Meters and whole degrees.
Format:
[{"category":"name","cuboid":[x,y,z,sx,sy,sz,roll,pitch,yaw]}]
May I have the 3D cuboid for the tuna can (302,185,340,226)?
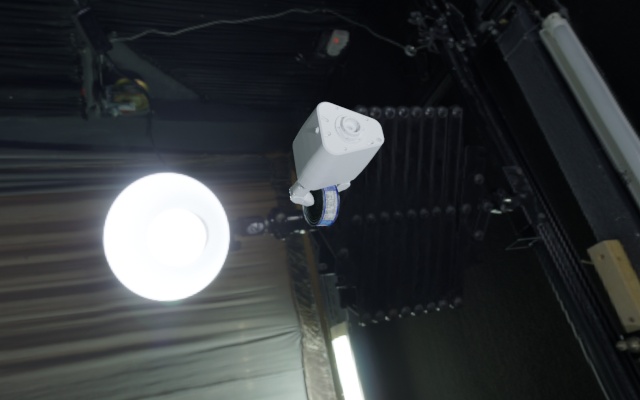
[{"category":"tuna can","cuboid":[0.001,0.003,0.849,0.034,0.086,0.086,0,0,-27]}]
